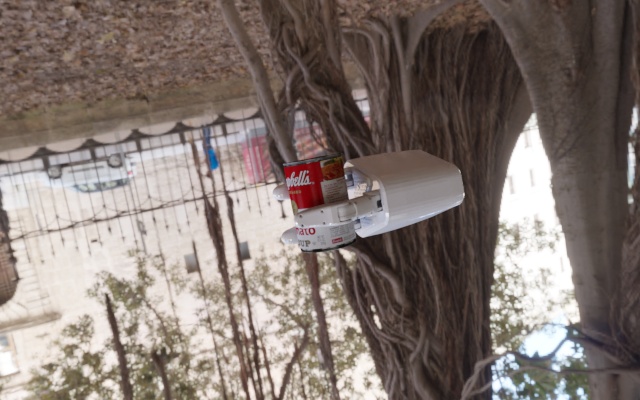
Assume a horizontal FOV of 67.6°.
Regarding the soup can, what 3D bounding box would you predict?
[{"bbox_3d":[0.000,0.002,0.544,0.068,0.102,0.068,-10,6,1],"label":"soup can"}]
